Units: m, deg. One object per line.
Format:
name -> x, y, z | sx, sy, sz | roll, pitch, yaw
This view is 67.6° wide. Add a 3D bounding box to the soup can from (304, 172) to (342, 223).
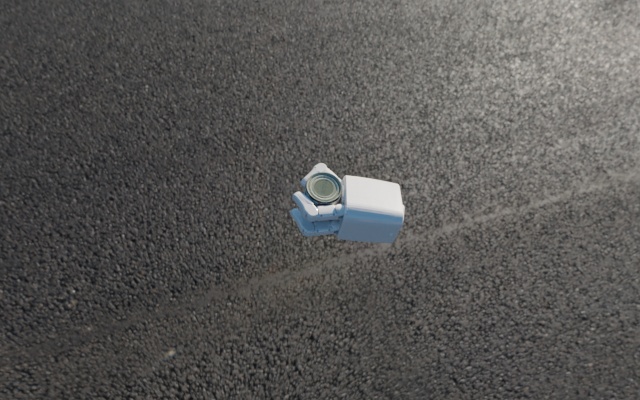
soup can -> 0.000, 0.003, 0.882 | 0.068, 0.068, 0.102 | 0, -32, -9
